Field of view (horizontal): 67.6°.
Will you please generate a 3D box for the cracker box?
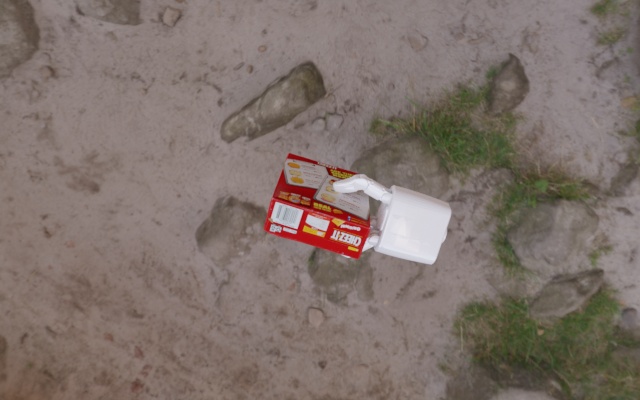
[{"bbox_3d":[0.000,0.003,0.842,0.164,0.072,0.213,17,25,-4],"label":"cracker box"}]
